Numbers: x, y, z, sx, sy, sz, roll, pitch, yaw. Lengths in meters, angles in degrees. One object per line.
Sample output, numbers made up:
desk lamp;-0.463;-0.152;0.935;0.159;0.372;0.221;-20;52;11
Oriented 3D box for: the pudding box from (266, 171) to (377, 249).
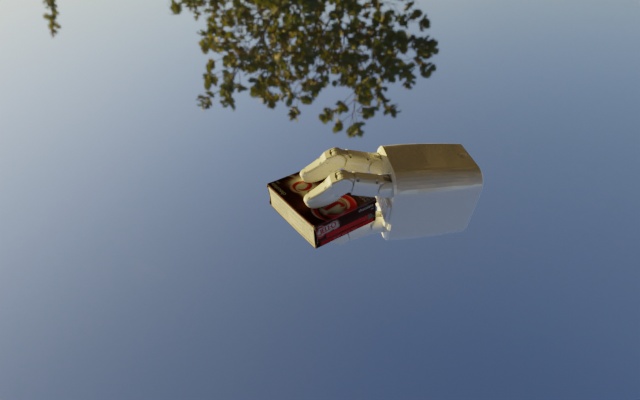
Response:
pudding box;0.000;0.002;0.587;0.090;0.039;0.113;-23;37;-27
